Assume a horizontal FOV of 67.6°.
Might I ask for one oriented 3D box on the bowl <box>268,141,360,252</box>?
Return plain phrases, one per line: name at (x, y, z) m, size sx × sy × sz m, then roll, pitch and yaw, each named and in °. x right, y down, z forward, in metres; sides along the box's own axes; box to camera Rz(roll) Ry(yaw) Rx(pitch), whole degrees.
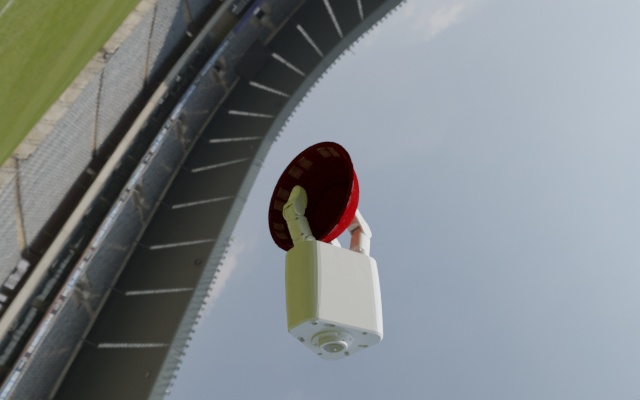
bowl at (0.000, 0.001, 0.662) m, size 0.055 × 0.162 × 0.162 m, roll 27°, pitch -18°, yaw -39°
